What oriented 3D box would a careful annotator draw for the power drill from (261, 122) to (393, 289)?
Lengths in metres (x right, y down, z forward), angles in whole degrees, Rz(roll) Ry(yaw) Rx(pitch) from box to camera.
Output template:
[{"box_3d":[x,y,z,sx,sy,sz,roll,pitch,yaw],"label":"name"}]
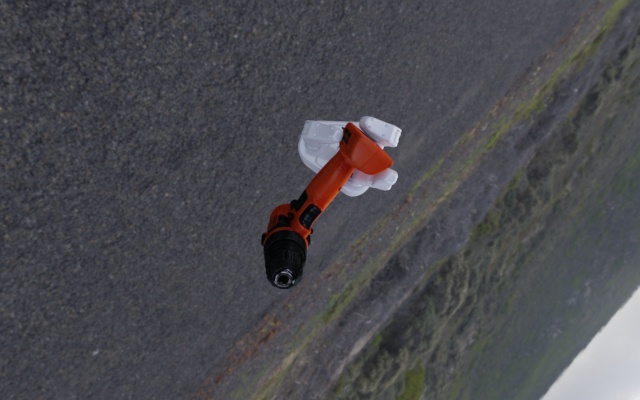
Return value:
[{"box_3d":[0.000,0.001,0.564,0.057,0.188,0.184,39,13,-16],"label":"power drill"}]
